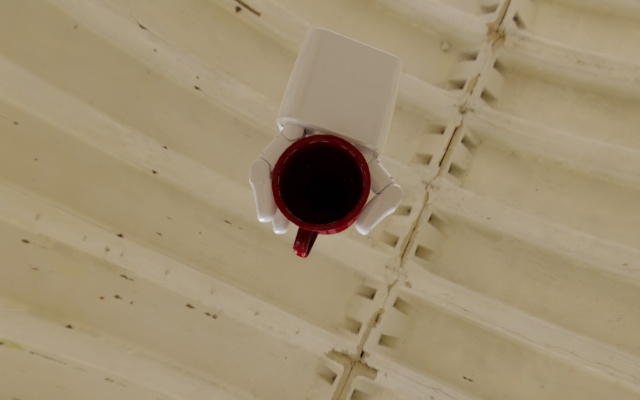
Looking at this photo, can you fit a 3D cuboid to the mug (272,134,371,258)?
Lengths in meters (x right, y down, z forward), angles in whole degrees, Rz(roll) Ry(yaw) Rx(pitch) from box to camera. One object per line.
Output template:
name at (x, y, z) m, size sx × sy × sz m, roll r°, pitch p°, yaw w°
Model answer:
mug at (0.000, 0.003, 0.480) m, size 0.093 × 0.117 × 0.081 m, roll 16°, pitch -9°, yaw 8°
